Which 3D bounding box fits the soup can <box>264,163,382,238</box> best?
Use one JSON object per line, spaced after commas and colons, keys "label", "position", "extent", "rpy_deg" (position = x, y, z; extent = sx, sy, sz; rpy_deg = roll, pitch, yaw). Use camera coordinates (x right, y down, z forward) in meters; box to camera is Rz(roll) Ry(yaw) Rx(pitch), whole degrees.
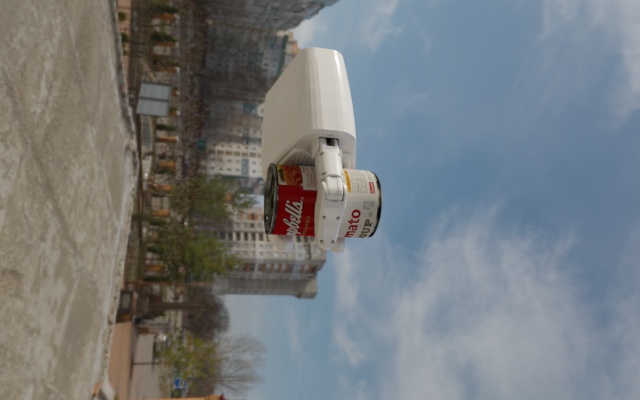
{"label": "soup can", "position": [0.000, 0.002, 0.461], "extent": [0.102, 0.068, 0.068], "rpy_deg": [3, -1, -14]}
